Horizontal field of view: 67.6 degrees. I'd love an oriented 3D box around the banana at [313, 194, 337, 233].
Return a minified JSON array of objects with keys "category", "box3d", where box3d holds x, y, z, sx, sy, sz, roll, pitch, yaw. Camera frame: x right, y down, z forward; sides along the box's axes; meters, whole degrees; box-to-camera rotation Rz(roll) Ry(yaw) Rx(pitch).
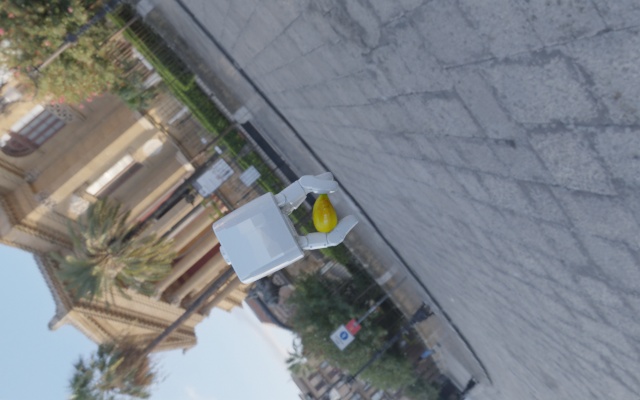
[{"category":"banana","box3d":[0.004,0.020,0.778,0.037,0.069,0.197,-13,10,-1]}]
